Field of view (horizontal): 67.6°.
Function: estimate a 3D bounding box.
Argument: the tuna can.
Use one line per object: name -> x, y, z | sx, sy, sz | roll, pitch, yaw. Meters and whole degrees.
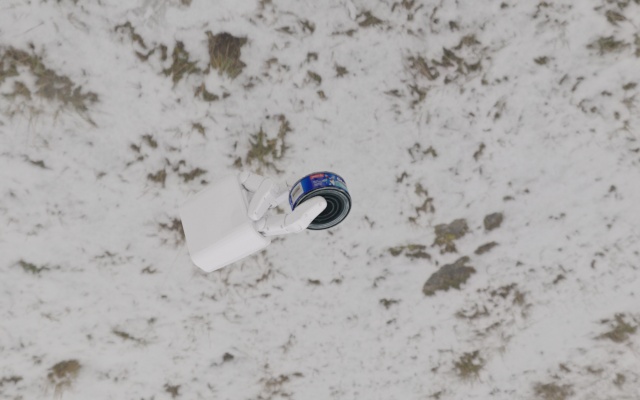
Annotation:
tuna can -> 0.000, 0.003, 0.668 | 0.086, 0.086, 0.033 | 0, 43, -18
